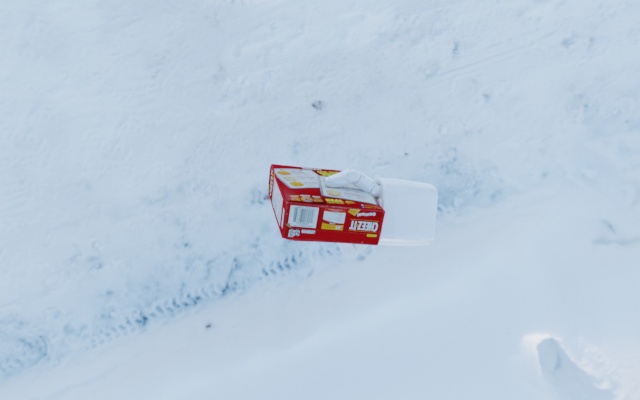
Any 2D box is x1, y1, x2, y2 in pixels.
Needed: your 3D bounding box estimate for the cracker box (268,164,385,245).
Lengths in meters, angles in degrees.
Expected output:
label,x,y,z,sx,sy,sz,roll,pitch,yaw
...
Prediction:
label,x,y,z,sx,sy,sz,roll,pitch,yaw
cracker box,0.000,0.003,0.843,0.164,0.072,0.213,5,19,-14
